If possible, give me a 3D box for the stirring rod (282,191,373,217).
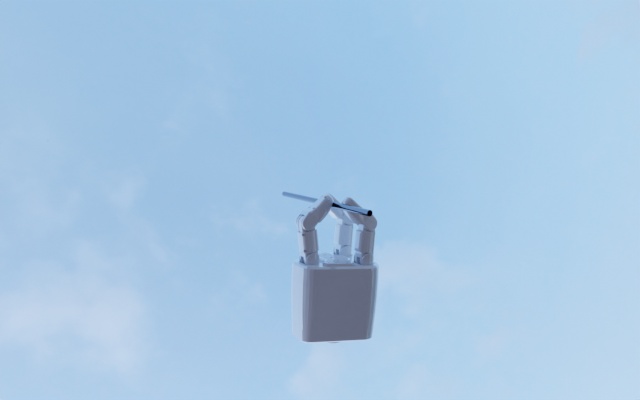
[{"bbox_3d":[0.000,0.002,0.677,0.011,0.011,0.239,0,6,-30],"label":"stirring rod"}]
